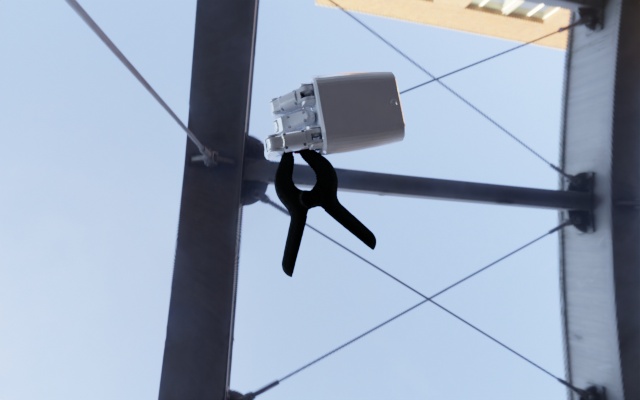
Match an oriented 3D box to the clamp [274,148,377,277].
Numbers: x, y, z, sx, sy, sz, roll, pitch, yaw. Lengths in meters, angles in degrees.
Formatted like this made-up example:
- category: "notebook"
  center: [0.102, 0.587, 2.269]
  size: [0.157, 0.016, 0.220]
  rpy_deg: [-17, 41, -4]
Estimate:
- category: "clamp"
  center: [0.000, 0.002, 0.596]
  size: [0.120, 0.171, 0.039]
  rpy_deg: [-9, -3, -9]
